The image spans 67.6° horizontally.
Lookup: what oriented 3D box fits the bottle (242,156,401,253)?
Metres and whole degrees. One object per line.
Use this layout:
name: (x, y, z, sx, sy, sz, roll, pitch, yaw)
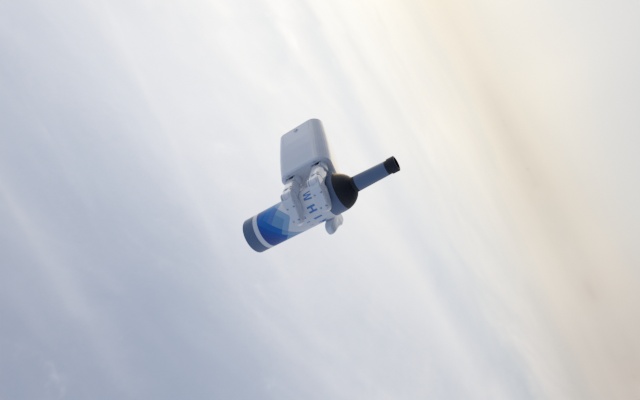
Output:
bottle: (0.000, 0.003, 0.814, 0.296, 0.069, 0.069, -27, -11, 23)
